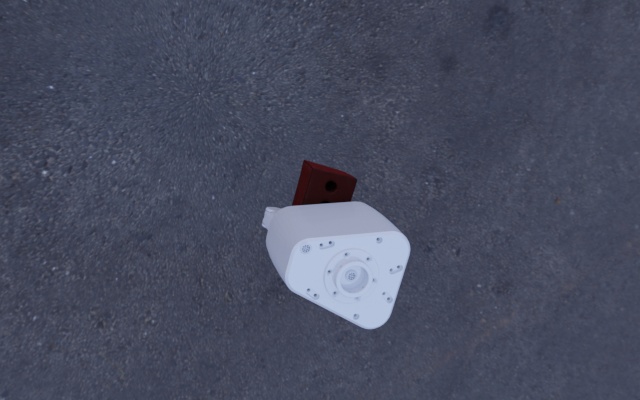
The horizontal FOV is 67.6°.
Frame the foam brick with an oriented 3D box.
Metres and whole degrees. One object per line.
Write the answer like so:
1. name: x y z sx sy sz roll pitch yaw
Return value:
1. foam brick: 0.000 0.001 0.525 0.053 0.078 0.051 13 9 -15
